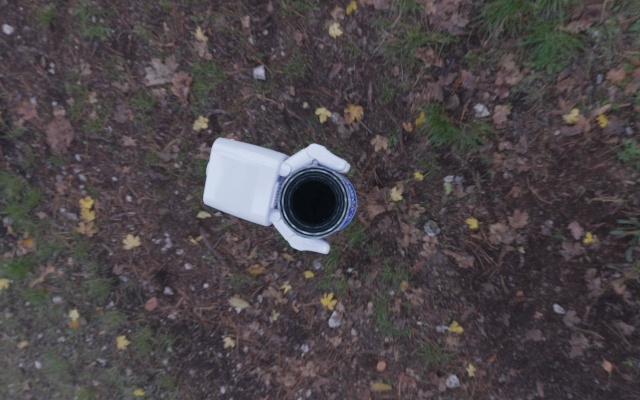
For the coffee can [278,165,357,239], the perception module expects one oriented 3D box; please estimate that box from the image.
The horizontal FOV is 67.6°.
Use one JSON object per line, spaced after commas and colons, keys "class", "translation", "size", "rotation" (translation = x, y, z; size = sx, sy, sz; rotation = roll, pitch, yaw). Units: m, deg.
{"class": "coffee can", "translation": [0.000, 0.002, 0.728], "size": [0.103, 0.103, 0.140], "rotation": [0, 0, 8]}
